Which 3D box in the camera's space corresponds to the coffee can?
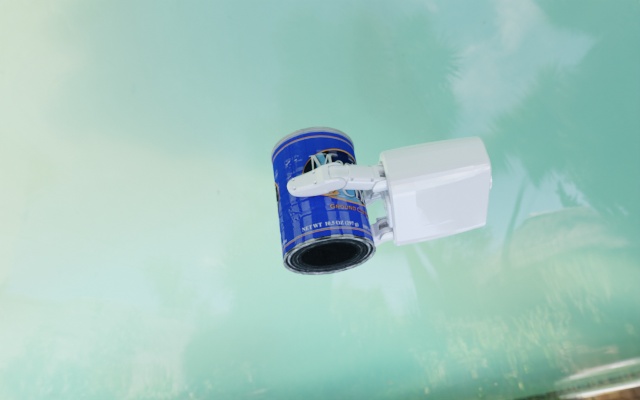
[{"bbox_3d":[0.000,0.002,0.550,0.103,0.140,0.103,-7,-29,-4],"label":"coffee can"}]
